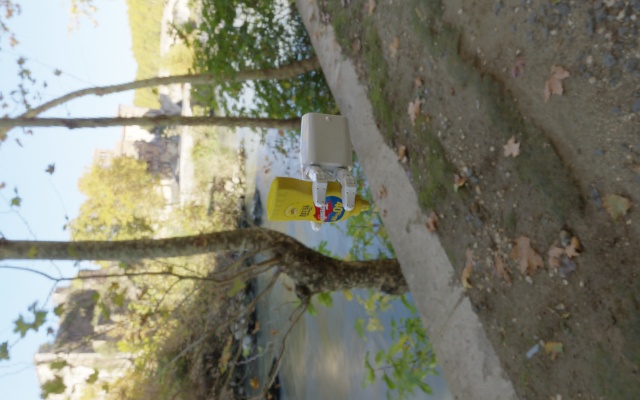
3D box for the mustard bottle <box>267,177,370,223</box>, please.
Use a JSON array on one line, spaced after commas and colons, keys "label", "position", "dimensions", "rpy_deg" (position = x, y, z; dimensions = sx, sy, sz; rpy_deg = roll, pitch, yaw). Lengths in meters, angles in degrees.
[{"label": "mustard bottle", "position": [0.000, 0.003, 0.895], "dimensions": [0.191, 0.058, 0.096], "rpy_deg": [4, -42, -17]}]
